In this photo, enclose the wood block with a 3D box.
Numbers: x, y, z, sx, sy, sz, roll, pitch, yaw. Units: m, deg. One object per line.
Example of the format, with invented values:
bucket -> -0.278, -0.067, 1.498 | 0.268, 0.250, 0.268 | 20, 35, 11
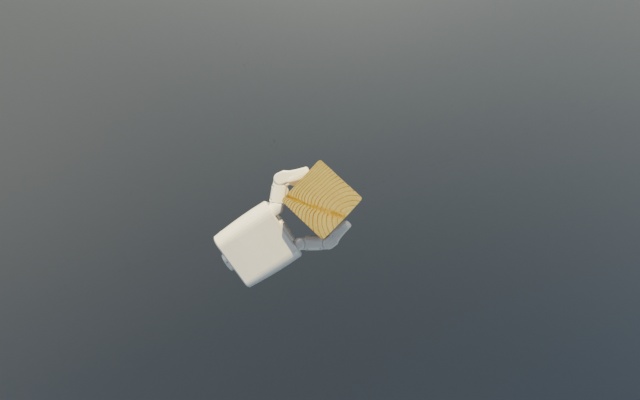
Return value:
wood block -> 0.000, 0.003, 0.827 | 0.091, 0.090, 0.206 | 43, -2, 0
